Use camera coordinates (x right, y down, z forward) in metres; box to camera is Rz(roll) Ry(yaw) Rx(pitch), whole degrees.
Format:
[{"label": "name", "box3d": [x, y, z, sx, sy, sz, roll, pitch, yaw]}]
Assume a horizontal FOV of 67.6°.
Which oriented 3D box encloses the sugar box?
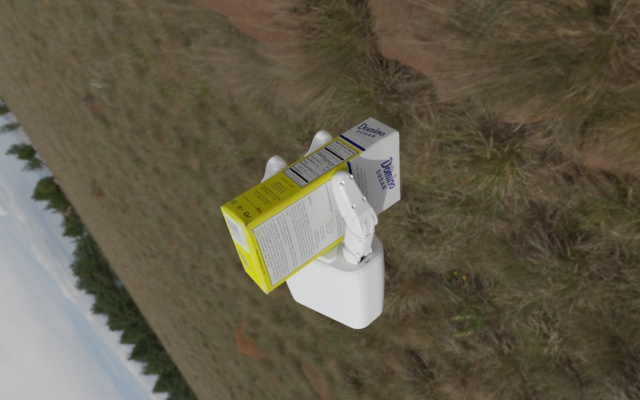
[{"label": "sugar box", "box3d": [0.000, 0.001, 0.457, 0.176, 0.093, 0.048, -35, 48, -24]}]
